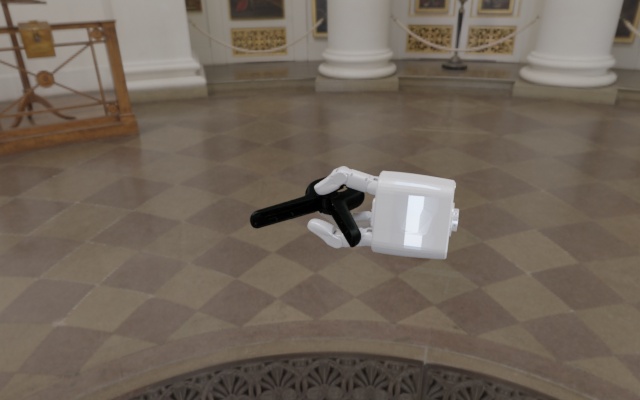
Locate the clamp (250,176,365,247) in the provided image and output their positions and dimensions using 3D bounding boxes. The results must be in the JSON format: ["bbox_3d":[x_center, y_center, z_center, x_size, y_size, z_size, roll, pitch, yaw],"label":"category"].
[{"bbox_3d":[0.000,0.001,0.730,0.164,0.036,0.210,7,27,15],"label":"clamp"}]
